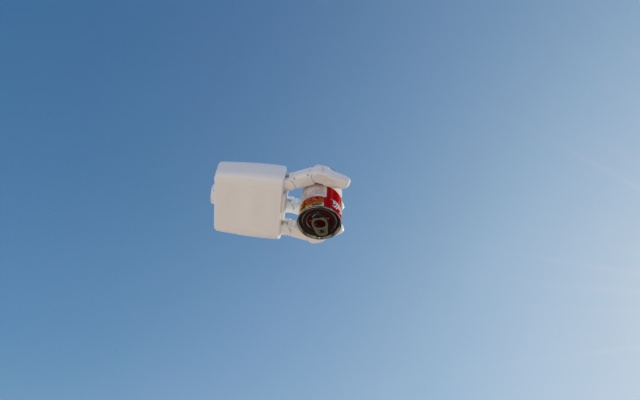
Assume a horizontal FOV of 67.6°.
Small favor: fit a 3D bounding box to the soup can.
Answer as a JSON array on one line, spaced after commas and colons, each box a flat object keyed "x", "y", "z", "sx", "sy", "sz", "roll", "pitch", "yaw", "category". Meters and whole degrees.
[{"x": 0.001, "y": 0.002, "z": 0.753, "sx": 0.068, "sy": 0.069, "sz": 0.102, "roll": 0, "pitch": 40, "yaw": 3, "category": "soup can"}]
